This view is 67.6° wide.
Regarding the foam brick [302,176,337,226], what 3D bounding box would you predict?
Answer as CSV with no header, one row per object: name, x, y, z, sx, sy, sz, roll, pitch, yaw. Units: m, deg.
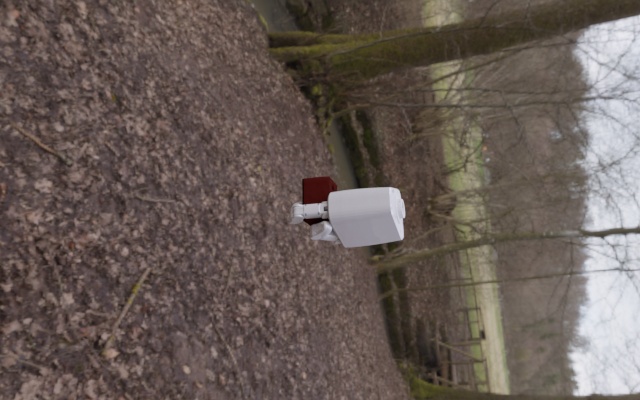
foam brick,0.000,0.002,0.845,0.051,0.078,0.053,-8,-20,18
